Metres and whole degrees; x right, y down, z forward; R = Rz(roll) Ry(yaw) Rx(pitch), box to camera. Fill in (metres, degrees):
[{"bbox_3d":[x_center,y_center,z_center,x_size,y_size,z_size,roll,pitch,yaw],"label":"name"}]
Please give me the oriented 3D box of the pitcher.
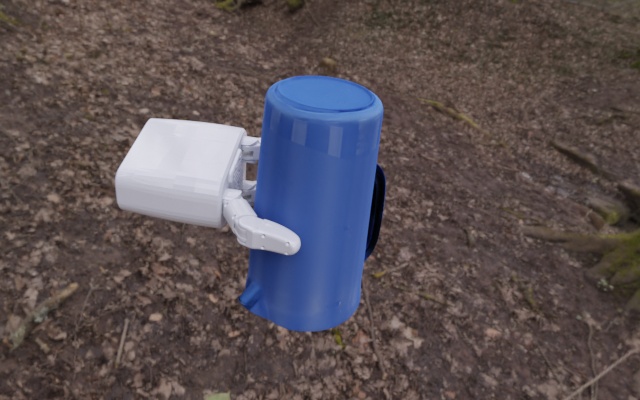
[{"bbox_3d":[0.000,0.002,0.497,0.145,0.243,0.149,9,32,3],"label":"pitcher"}]
